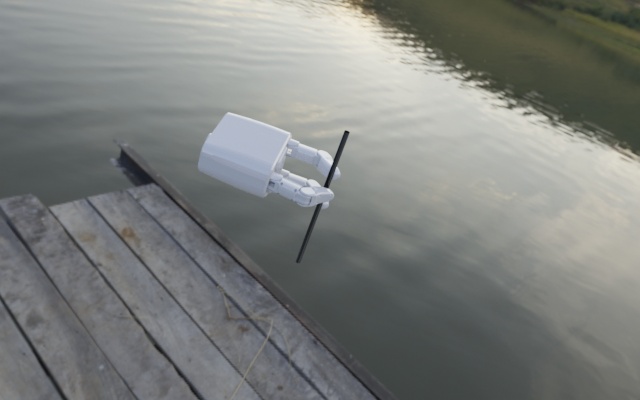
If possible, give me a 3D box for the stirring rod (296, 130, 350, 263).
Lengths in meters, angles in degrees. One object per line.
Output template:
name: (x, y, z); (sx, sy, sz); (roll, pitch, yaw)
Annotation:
stirring rod: (0.000, 0.002, 0.723); (0.011, 0.240, 0.011); (15, 30, -9)
